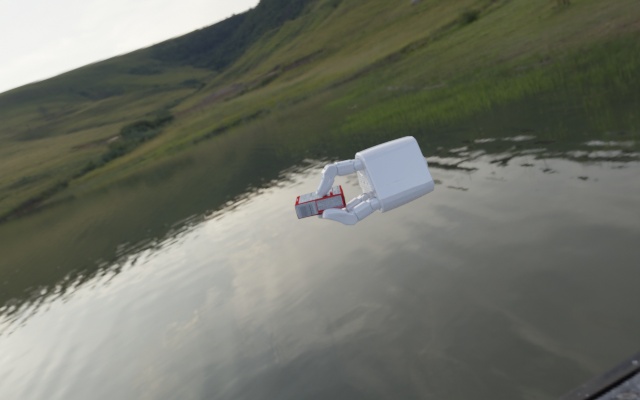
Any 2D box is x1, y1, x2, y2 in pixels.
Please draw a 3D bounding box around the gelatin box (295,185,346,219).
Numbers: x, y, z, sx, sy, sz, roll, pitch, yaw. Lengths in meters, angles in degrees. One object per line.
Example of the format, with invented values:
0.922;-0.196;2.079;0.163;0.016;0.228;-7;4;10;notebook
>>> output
0.000;0.002;0.864;0.089;0.030;0.073;-14;13;3;gelatin box
